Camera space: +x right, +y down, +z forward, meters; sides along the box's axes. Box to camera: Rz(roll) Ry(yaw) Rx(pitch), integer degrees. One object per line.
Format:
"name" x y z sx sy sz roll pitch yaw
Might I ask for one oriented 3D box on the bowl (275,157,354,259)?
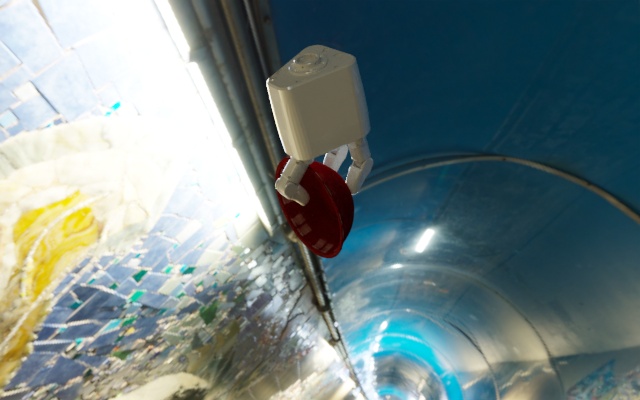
"bowl" 0.000 0.003 0.708 0.055 0.162 0.162 -27 14 -29
